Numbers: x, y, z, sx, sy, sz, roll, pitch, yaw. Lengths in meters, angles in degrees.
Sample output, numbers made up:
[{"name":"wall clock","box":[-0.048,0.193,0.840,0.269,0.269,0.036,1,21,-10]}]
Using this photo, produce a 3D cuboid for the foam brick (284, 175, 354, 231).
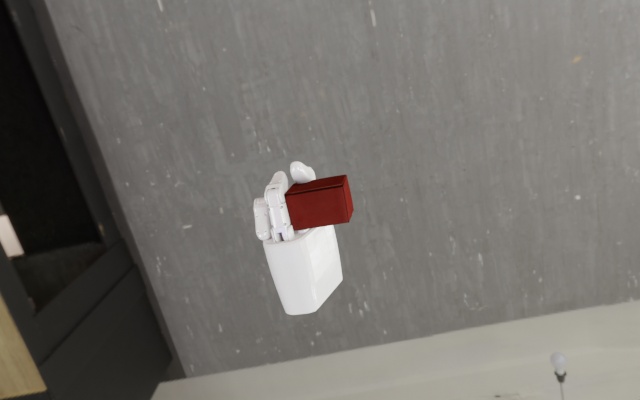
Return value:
[{"name":"foam brick","box":[0.000,0.002,0.624,0.078,0.051,0.053,-9,16,14]}]
